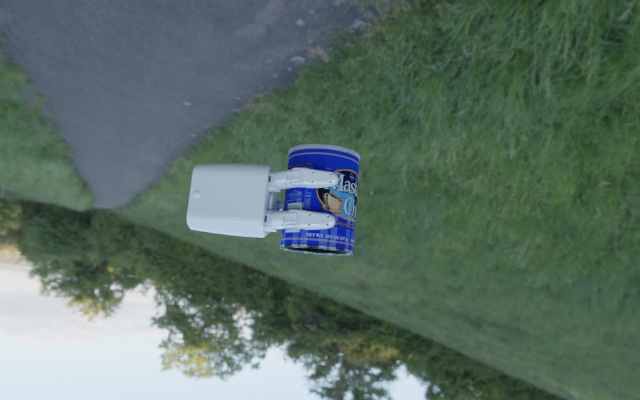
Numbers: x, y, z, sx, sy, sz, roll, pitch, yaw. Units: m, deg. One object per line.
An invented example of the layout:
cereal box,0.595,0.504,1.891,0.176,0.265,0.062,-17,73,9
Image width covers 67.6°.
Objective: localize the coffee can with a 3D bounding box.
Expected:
coffee can,0.000,0.002,0.669,0.103,0.140,0.103,5,-11,1
